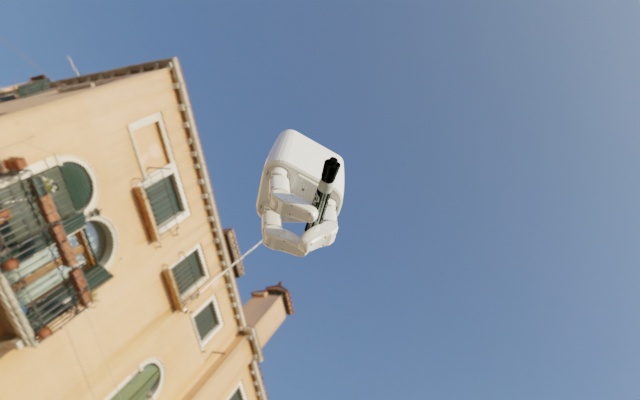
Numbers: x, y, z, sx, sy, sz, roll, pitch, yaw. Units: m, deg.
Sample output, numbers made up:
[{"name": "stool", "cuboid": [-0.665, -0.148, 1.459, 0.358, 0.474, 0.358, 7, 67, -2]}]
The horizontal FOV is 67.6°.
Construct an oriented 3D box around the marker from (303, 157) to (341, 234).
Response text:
[{"name": "marker", "cuboid": [0.000, 0.002, 0.564, 0.020, 0.121, 0.020, 12, 34, -8]}]
